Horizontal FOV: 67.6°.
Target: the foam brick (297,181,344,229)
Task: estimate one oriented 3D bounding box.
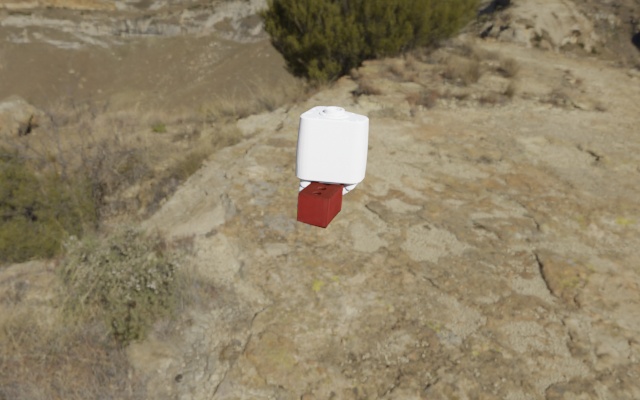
[{"bbox_3d":[0.000,0.003,0.785,0.053,0.051,0.078,13,26,17],"label":"foam brick"}]
